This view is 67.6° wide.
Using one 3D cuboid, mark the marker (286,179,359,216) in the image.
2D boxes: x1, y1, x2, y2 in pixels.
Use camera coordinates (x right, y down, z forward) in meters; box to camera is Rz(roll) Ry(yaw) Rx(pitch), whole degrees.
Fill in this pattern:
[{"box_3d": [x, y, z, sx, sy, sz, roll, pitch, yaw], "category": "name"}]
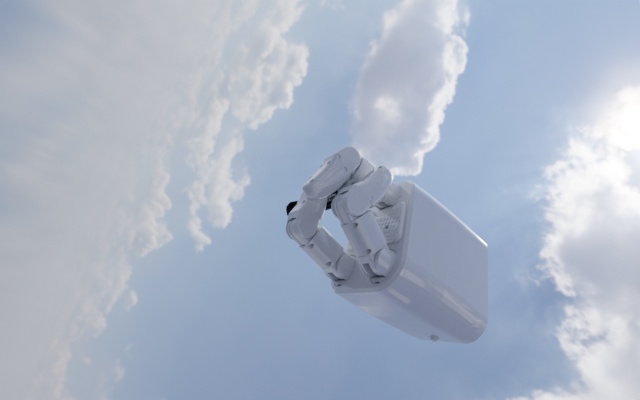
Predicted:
[{"box_3d": [0.000, 0.001, 0.444, 0.020, 0.020, 0.121, 0, -10, -30], "category": "marker"}]
